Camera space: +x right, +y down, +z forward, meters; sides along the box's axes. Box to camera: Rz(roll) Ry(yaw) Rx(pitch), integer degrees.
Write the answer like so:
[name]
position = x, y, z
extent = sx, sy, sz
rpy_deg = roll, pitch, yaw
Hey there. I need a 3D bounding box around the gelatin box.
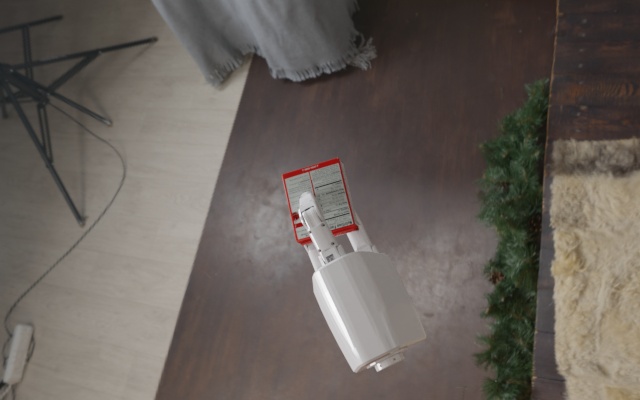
[gelatin box]
position = 0.000, 0.001, 0.569
extent = 0.073, 0.089, 0.030
rpy_deg = -16, -15, 11
